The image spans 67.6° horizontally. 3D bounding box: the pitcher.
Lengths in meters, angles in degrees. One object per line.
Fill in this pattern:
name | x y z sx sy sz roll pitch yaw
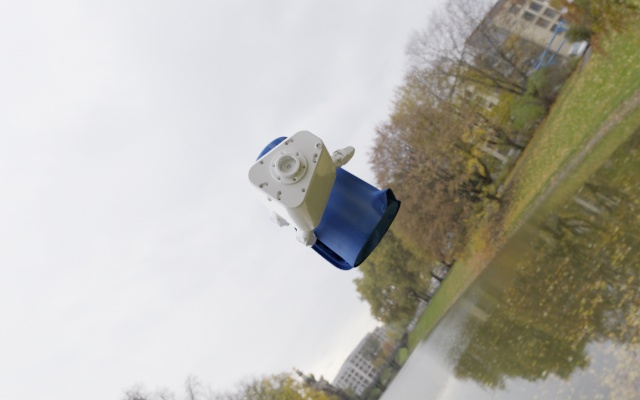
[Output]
pitcher | 0.000 0.003 0.816 0.243 0.149 0.145 34 -6 17
